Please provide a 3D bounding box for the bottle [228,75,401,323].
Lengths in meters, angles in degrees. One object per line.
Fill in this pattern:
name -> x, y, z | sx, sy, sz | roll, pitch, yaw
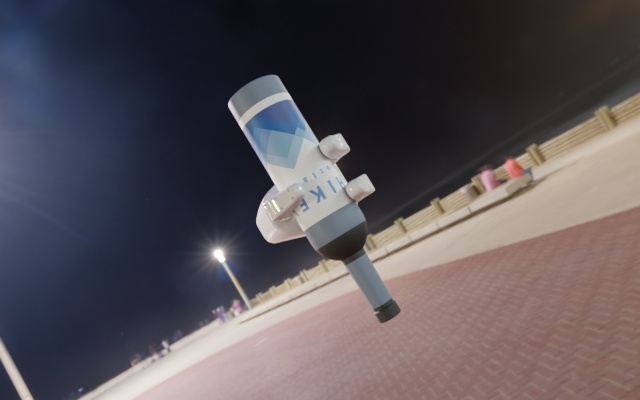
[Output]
bottle -> 0.000, 0.002, 0.532 | 0.069, 0.295, 0.069 | -31, -5, -3
